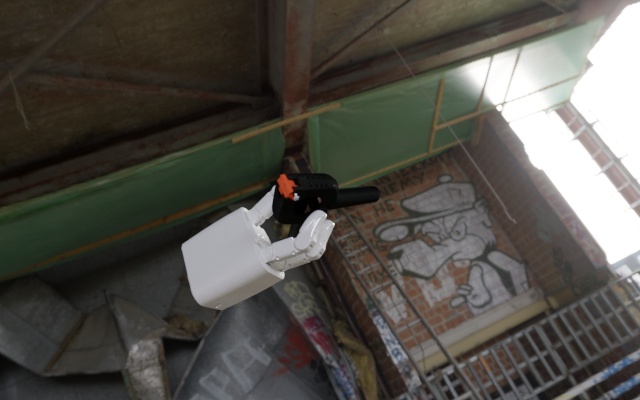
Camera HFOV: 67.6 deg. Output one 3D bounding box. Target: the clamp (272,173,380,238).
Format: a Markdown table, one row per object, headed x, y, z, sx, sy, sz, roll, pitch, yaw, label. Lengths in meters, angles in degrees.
| x | y | z | sx | sy | sz | roll | pitch | yaw | label |
| --- | --- | --- | --- | --- | --- | --- | --- | --- | --- |
| -0.001 | 0.001 | 0.660 | 0.164 | 0.036 | 0.210 | -30 | -22 | 3 | clamp |
